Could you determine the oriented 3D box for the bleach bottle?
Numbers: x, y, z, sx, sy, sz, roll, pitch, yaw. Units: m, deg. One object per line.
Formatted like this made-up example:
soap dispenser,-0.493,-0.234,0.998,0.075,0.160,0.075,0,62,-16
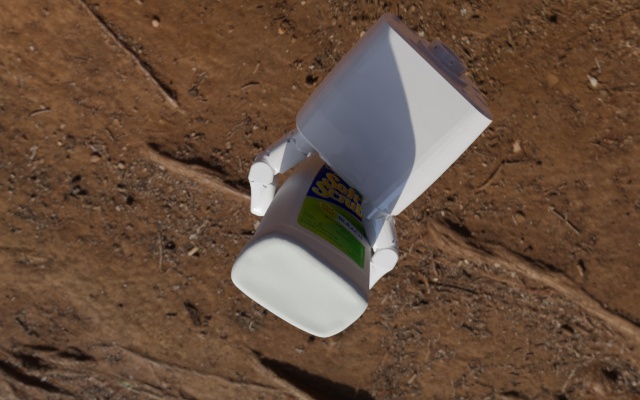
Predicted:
bleach bottle,0.000,0.002,0.445,0.102,0.068,0.250,37,28,-15
